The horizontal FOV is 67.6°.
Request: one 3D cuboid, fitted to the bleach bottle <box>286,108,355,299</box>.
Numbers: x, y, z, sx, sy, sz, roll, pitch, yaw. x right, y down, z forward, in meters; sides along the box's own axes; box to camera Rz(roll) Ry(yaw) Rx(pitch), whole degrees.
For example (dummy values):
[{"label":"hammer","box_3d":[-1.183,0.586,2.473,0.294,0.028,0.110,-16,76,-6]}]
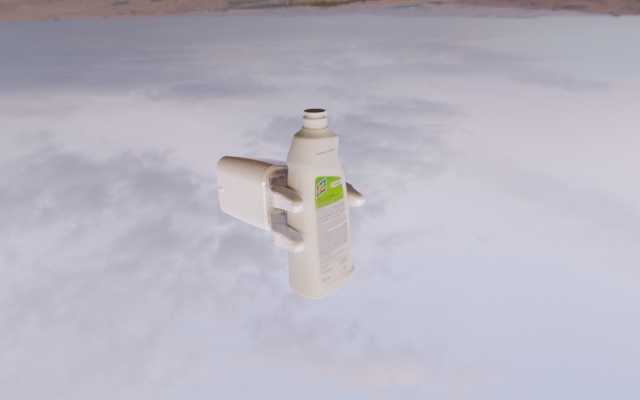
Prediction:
[{"label":"bleach bottle","box_3d":[0.000,0.002,0.645,0.068,0.251,0.102,16,28,36]}]
